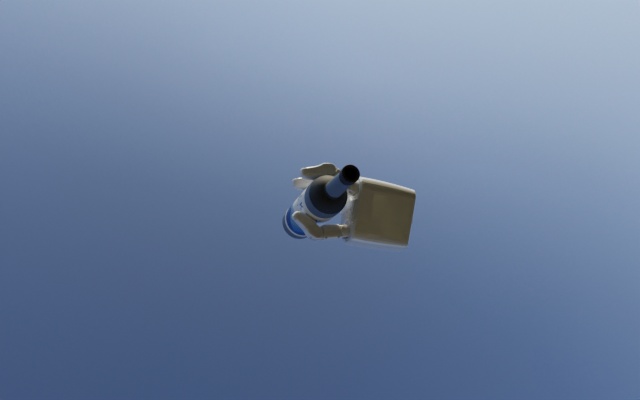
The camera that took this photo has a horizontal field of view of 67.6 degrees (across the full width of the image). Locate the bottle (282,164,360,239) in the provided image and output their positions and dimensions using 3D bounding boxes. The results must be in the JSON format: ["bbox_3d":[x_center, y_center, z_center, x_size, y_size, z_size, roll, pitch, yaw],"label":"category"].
[{"bbox_3d":[0.000,0.003,0.803,0.069,0.069,0.296,0,-16,-18],"label":"bottle"}]
